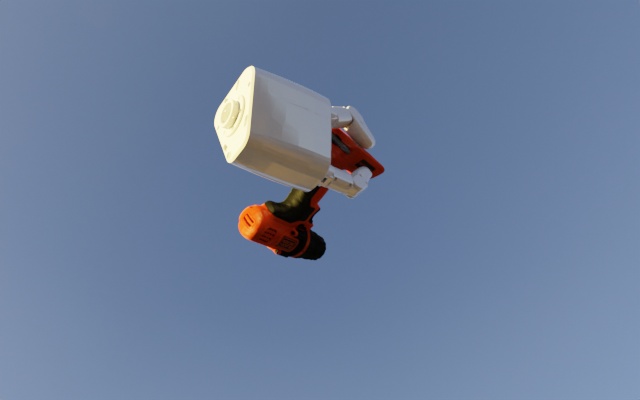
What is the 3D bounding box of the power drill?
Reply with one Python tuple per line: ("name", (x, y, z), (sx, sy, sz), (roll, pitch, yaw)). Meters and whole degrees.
("power drill", (0.000, 0.002, 0.656), (0.057, 0.187, 0.184), (46, 9, 31))
